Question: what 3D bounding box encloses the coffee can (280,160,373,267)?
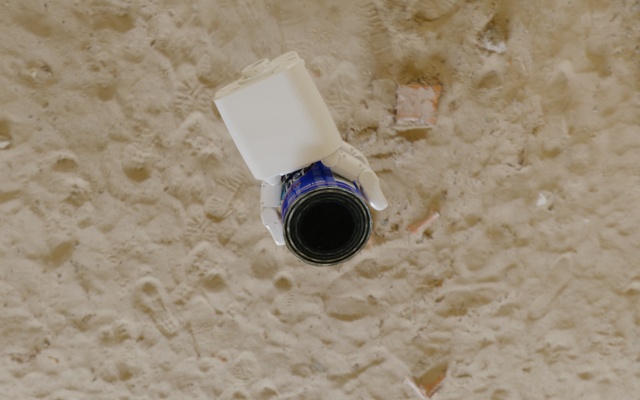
[{"bbox_3d":[0.000,0.002,0.595,0.103,0.103,0.140,0,25,-8],"label":"coffee can"}]
